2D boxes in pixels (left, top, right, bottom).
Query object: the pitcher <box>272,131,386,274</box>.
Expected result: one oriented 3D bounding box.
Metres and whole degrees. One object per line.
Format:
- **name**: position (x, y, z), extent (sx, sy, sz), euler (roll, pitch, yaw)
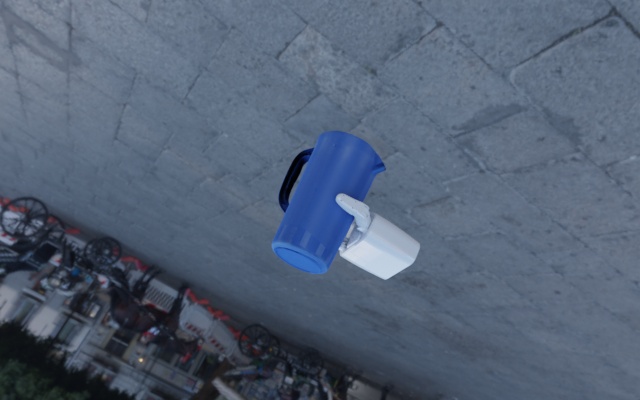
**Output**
- **pitcher**: position (0.000, 0.003, 0.872), extent (0.145, 0.242, 0.149), euler (32, -24, -12)
